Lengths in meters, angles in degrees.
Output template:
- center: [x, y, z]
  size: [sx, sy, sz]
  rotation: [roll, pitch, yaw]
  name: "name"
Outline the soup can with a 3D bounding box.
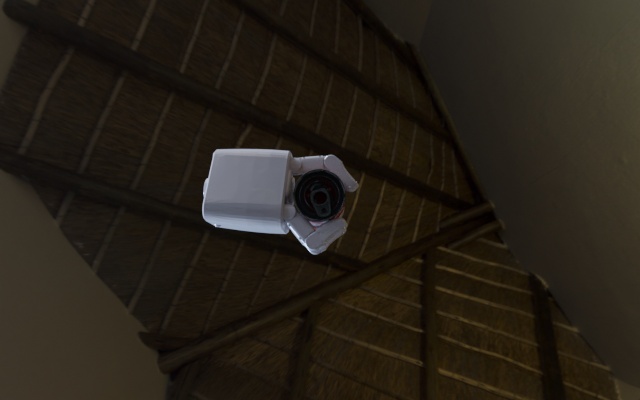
- center: [0.001, 0.002, 0.658]
  size: [0.068, 0.068, 0.102]
  rotation: [0, -11, 2]
  name: "soup can"
